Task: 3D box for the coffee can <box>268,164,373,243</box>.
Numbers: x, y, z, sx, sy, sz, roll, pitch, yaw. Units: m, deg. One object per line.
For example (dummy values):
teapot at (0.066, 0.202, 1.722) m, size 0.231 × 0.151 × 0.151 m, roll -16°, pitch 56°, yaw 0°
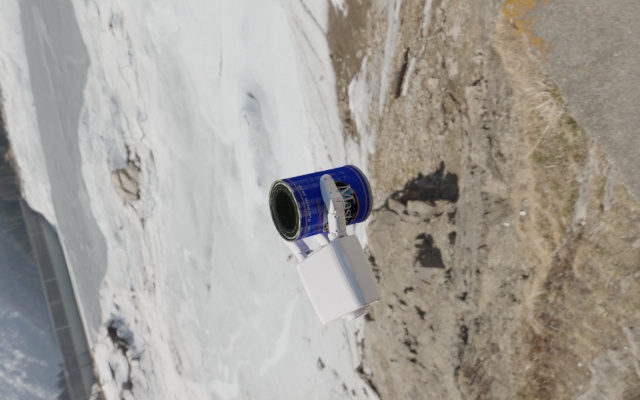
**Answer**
coffee can at (0.000, 0.002, 0.786) m, size 0.140 × 0.103 × 0.103 m, roll -14°, pitch 7°, yaw -31°
